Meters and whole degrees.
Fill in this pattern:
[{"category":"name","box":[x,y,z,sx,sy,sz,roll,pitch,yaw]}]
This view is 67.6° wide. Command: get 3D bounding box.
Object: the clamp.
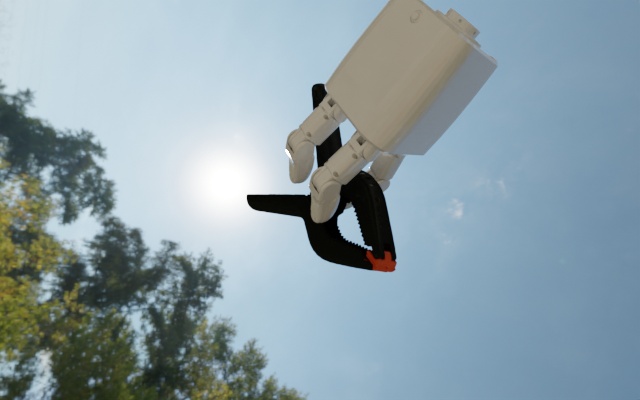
[{"category":"clamp","box":[0.001,0.002,0.483,0.036,0.165,0.210,12,37,-44]}]
